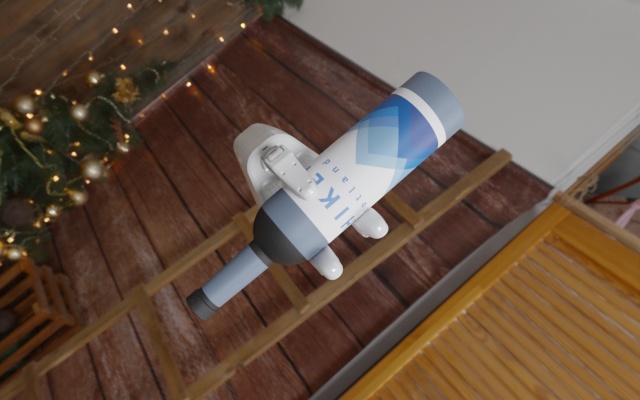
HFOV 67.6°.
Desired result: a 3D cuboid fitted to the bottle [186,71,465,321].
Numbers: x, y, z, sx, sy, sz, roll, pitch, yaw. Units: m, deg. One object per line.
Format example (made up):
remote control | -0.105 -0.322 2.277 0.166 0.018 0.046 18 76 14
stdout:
bottle | 0.000 0.001 0.436 0.295 0.069 0.069 -41 4 -4
